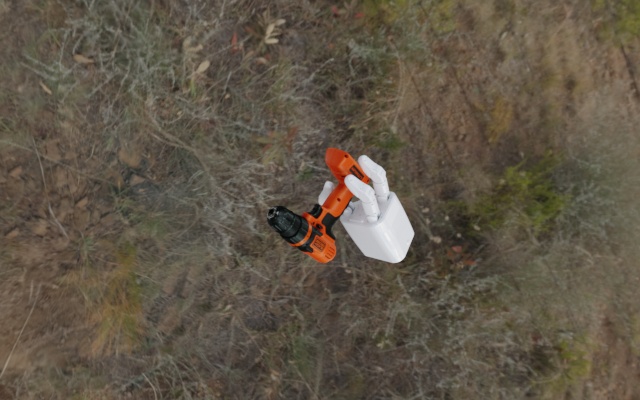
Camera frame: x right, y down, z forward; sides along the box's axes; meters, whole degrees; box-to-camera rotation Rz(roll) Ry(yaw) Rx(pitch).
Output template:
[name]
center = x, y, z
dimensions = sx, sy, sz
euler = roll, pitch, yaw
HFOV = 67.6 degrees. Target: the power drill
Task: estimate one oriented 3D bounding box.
[power drill]
center = 0.001, 0.003, 0.853
dimensions = 0.057, 0.187, 0.184
euler = 23, -13, 40
